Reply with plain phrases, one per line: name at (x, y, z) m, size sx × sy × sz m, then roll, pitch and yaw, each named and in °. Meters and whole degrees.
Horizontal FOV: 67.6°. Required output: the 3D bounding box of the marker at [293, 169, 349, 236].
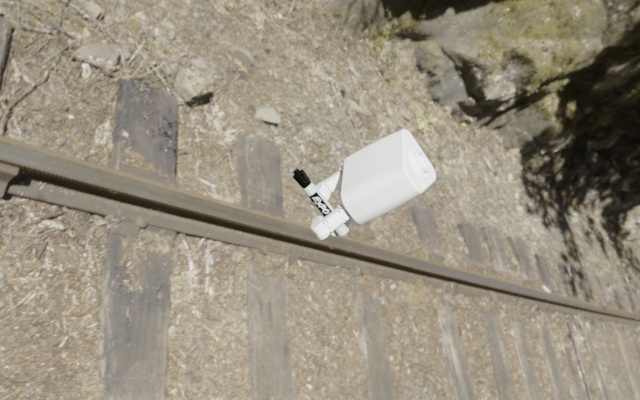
marker at (0.000, 0.002, 0.697) m, size 0.020 × 0.121 × 0.020 m, roll -34°, pitch 17°, yaw 12°
